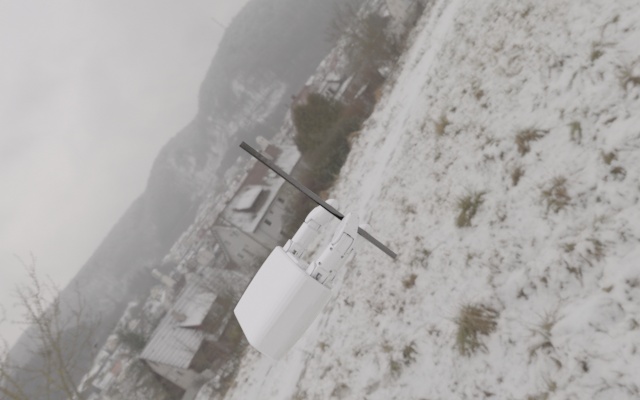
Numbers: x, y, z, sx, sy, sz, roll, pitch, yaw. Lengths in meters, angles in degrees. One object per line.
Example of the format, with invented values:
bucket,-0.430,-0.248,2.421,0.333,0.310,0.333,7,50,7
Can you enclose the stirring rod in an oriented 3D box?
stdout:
stirring rod,0.000,0.002,0.593,0.239,0.011,0.011,36,-7,-9
